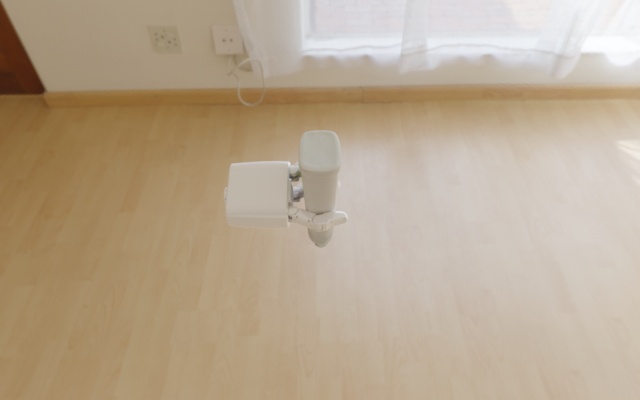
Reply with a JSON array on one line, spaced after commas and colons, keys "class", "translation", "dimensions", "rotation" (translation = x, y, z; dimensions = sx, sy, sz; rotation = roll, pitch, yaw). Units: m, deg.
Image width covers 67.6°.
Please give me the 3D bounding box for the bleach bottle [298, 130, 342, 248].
[{"class": "bleach bottle", "translation": [0.000, 0.003, 0.841], "dimensions": [0.068, 0.102, 0.251], "rotation": [-1, -43, 0]}]
